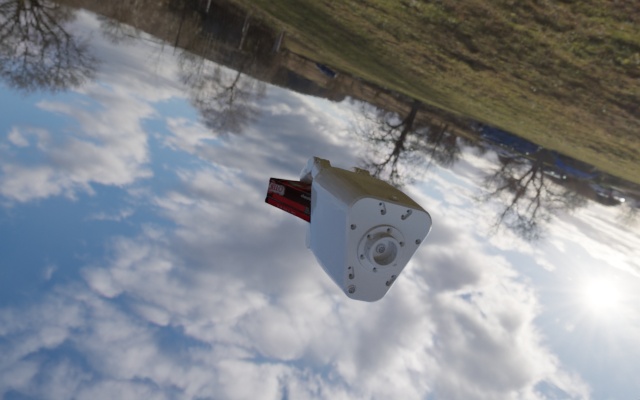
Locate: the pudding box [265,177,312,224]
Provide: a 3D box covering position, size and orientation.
[{"bbox_3d":[0.000,0.002,0.608,0.090,0.039,0.113,24,11,41],"label":"pudding box"}]
